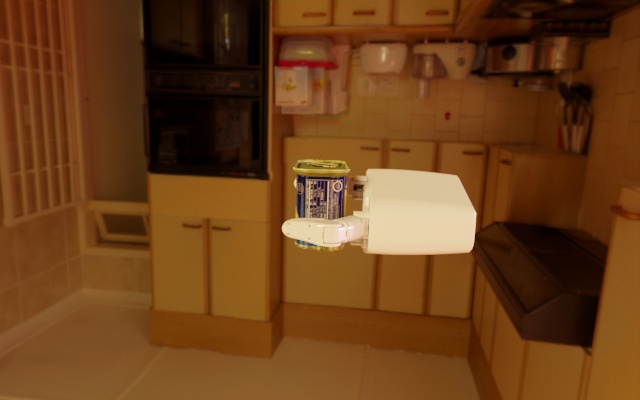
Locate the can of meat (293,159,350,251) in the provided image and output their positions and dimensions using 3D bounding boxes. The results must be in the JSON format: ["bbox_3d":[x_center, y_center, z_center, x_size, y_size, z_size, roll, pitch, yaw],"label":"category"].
[{"bbox_3d":[0.000,0.002,0.518,0.057,0.084,0.102,1,10,0],"label":"can of meat"}]
